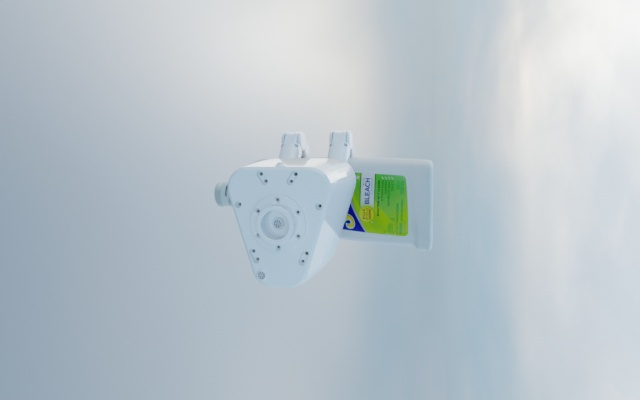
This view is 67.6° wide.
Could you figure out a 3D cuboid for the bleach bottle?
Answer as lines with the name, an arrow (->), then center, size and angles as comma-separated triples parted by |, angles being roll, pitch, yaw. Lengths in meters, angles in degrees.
bleach bottle -> 0.000, 0.002, 0.548 | 0.251, 0.102, 0.068 | 1, 7, 13
